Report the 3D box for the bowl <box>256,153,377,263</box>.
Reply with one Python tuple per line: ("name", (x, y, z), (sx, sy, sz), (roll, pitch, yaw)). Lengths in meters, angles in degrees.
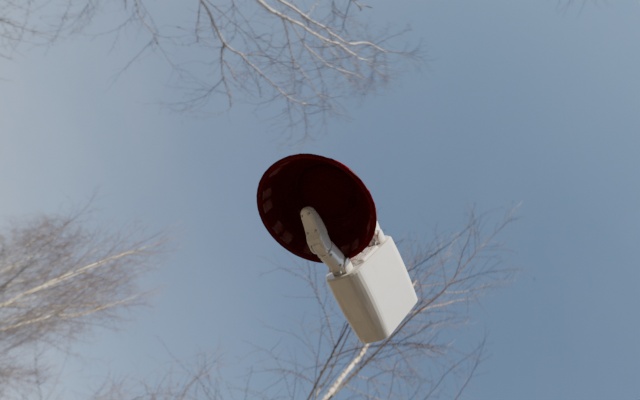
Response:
("bowl", (0.000, 0.001, 0.627), (0.162, 0.162, 0.055), (0, 30, 21))
